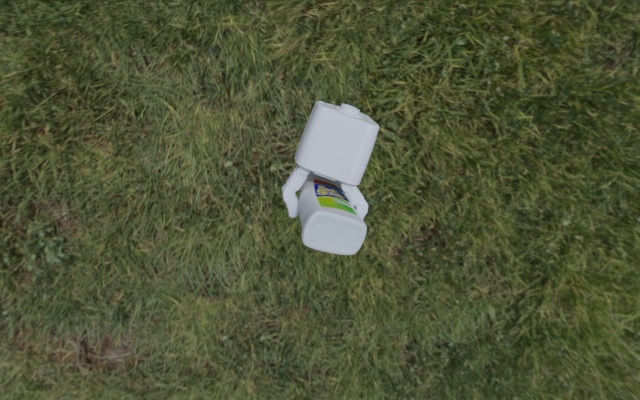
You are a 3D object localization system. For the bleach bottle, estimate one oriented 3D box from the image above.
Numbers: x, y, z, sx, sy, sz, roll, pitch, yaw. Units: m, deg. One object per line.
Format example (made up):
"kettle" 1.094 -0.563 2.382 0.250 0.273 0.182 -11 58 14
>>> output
"bleach bottle" 0.000 0.003 0.834 0.102 0.068 0.250 15 20 -18
